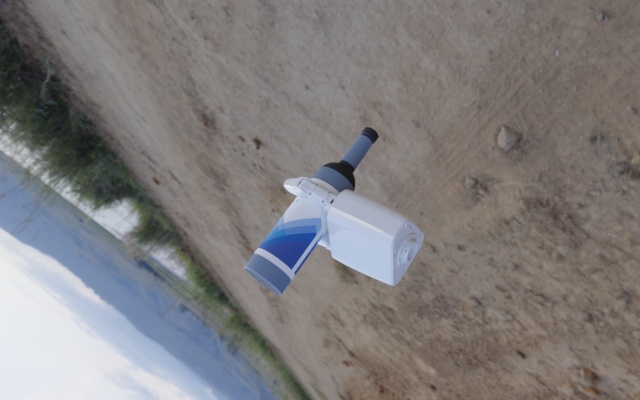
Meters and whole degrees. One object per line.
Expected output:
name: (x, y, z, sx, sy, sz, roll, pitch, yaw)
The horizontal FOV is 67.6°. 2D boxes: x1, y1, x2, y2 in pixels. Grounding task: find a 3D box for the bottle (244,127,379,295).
bottle: (0.000, 0.003, 0.724, 0.069, 0.295, 0.069, 32, -19, 13)
